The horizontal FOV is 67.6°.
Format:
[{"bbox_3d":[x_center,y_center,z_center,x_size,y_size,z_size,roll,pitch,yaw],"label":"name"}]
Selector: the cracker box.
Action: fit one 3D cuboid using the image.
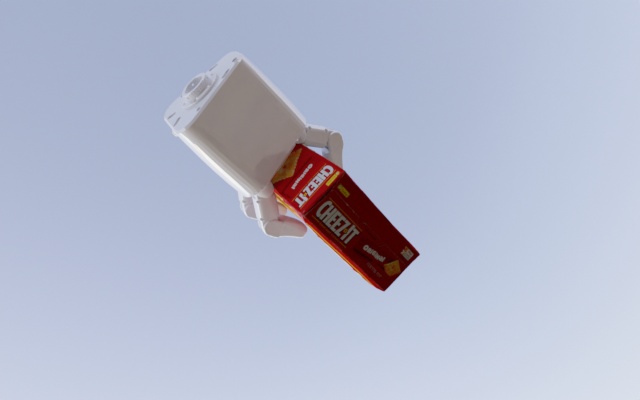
[{"bbox_3d":[0.000,0.002,0.592,0.164,0.072,0.213,44,-3,-36],"label":"cracker box"}]
